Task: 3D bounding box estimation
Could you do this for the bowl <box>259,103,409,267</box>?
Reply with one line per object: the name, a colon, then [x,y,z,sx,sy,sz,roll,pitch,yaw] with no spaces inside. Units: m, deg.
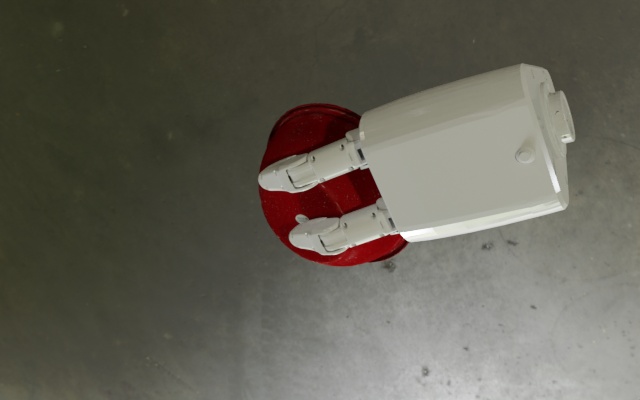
bowl: [-0.001,0.002,0.415,0.162,0.162,0.055,0,30,40]
